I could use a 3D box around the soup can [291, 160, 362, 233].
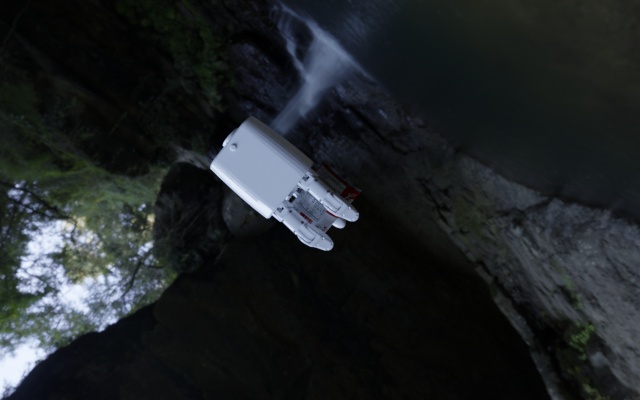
[{"bbox_3d":[0.000,0.003,0.678,0.068,0.102,0.068,39,9,-7],"label":"soup can"}]
